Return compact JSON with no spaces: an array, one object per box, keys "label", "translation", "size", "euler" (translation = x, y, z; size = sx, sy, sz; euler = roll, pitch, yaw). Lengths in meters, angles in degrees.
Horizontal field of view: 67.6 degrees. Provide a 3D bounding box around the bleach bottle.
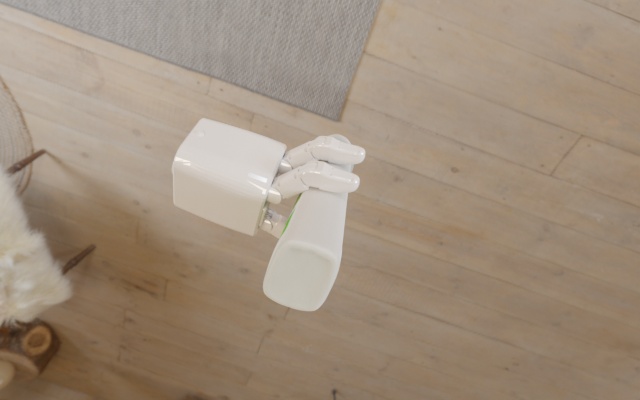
[{"label":"bleach bottle","translation":[0.000,0.002,0.569],"size":[0.068,0.103,0.250],"euler":[20,38,-4]}]
